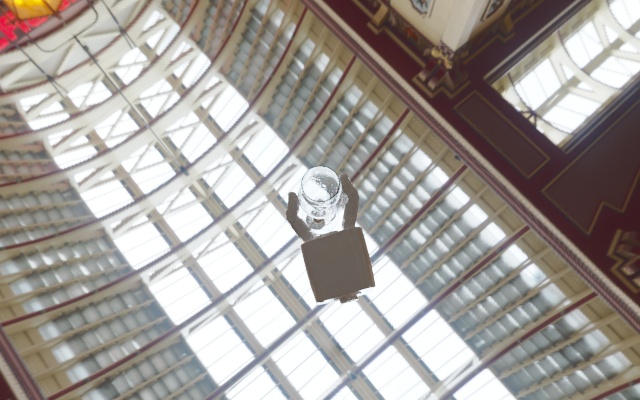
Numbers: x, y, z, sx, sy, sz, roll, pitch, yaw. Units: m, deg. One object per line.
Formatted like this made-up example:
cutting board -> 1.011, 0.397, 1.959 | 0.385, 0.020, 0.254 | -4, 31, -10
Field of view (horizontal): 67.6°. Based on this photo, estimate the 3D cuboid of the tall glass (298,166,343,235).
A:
tall glass -> 0.000, 0.003, 0.849 | 0.079, 0.079, 0.201 | 0, -18, 0
